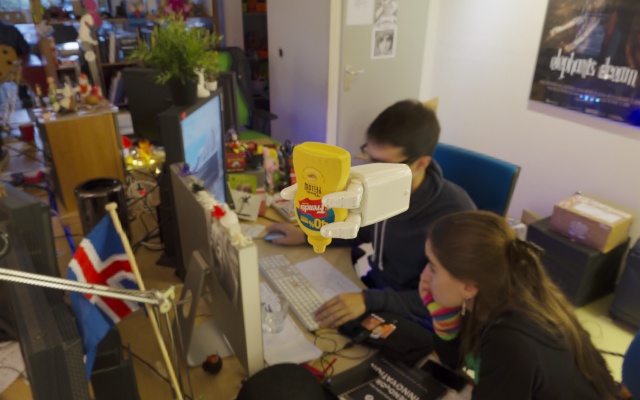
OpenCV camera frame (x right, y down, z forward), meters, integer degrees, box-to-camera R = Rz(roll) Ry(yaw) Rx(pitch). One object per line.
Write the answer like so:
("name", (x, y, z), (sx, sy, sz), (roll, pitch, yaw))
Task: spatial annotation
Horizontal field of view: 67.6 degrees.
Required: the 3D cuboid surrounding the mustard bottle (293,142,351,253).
("mustard bottle", (0.000, 0.003, 0.806), (0.096, 0.192, 0.058), (16, 30, 28))
